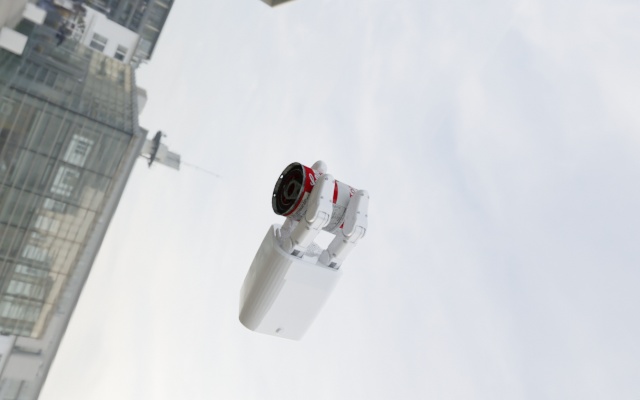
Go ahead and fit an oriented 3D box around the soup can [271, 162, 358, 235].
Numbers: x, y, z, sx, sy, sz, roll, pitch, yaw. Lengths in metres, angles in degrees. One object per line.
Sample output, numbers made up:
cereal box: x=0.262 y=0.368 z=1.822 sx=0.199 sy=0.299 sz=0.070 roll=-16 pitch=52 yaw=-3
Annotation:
soup can: x=0.001 y=0.002 z=0.592 sx=0.102 sy=0.068 sz=0.068 roll=22 pitch=-12 yaw=-31
